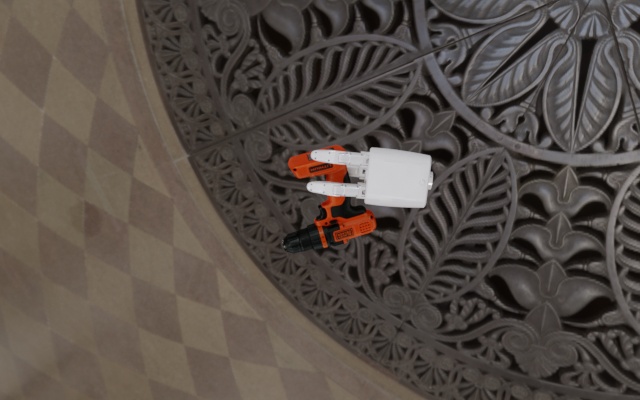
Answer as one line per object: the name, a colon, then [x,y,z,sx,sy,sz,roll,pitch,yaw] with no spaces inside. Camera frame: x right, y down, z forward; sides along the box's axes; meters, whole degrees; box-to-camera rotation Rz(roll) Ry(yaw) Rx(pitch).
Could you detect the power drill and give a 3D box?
power drill: [0.000,0.002,0.884,0.184,0.188,0.057,-17,28,-3]
